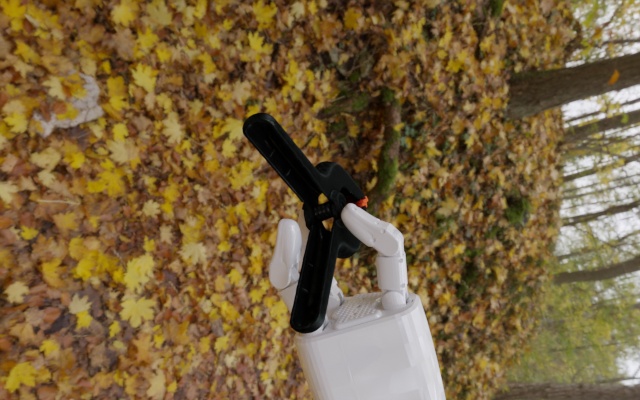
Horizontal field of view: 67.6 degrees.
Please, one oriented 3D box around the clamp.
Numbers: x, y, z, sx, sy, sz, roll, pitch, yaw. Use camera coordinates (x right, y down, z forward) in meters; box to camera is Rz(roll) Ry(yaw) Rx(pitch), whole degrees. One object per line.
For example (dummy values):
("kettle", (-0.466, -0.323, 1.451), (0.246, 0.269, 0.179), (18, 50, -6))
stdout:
("clamp", (0.001, 0.001, 0.428), (0.036, 0.164, 0.210), (-13, 6, 21))
